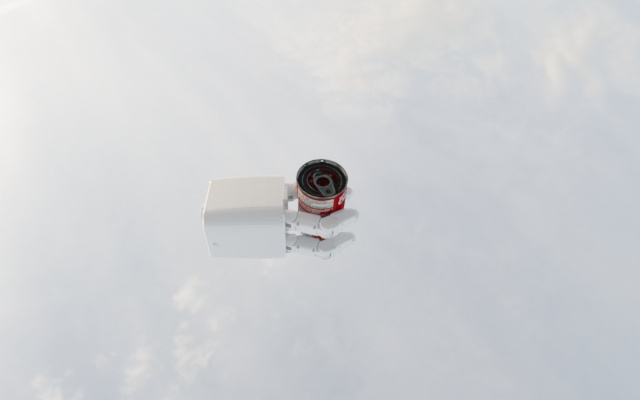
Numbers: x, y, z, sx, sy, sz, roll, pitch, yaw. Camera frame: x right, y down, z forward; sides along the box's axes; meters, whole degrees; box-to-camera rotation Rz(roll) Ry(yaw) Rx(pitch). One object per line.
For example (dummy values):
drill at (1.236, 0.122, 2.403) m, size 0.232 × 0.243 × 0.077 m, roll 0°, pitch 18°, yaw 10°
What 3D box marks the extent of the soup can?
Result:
soup can at (0.001, 0.002, 0.657) m, size 0.068 × 0.068 × 0.102 m, roll 0°, pitch -39°, yaw -3°
